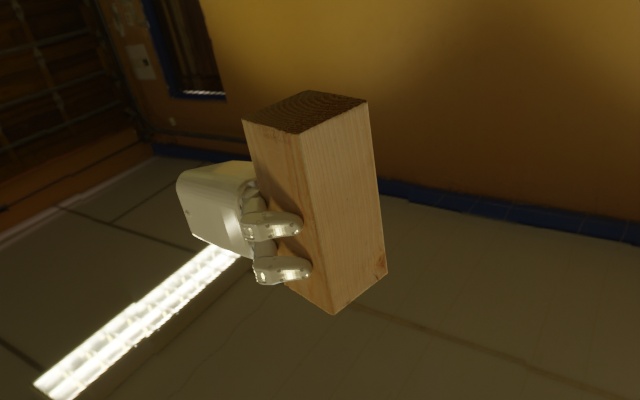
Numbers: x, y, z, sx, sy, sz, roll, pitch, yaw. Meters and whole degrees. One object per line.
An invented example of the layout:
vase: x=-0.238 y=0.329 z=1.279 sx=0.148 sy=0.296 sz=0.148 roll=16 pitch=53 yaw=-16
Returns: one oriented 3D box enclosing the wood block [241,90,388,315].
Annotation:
wood block: x=0.000 y=0.002 z=0.500 sx=0.091 sy=0.206 sz=0.090 roll=-32 pitch=36 yaw=-31
